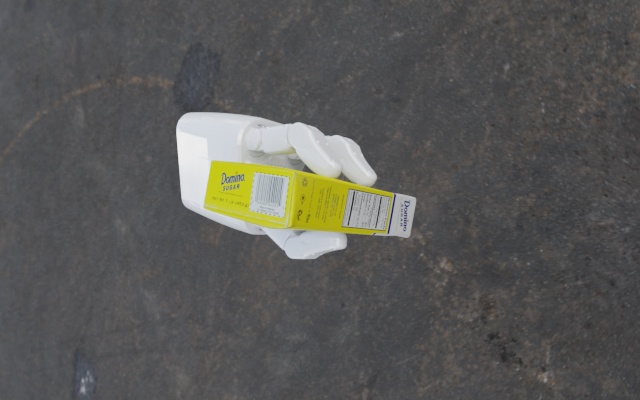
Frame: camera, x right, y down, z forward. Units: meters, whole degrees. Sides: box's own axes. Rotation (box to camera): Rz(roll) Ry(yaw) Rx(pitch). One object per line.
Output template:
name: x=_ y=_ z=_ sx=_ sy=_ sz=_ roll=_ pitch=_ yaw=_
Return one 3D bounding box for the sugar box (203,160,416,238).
sugar box: x=0.000 y=0.001 z=0.412 sx=0.093 sy=0.048 sz=0.176 roll=11 pitch=4 yaw=38
